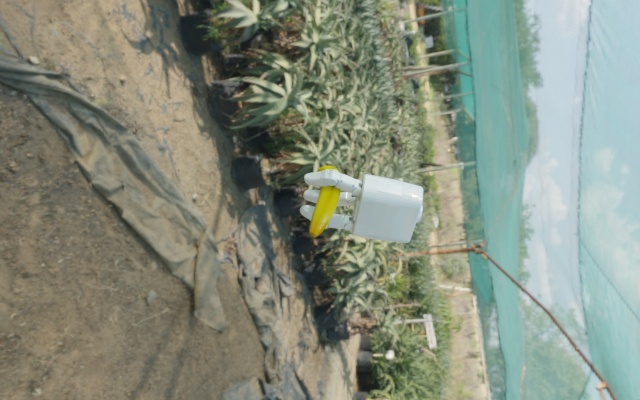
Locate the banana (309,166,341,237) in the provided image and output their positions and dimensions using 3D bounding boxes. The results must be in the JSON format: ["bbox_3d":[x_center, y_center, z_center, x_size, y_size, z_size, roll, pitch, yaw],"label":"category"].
[{"bbox_3d":[0.010,-0.012,0.850,0.037,0.070,0.197,28,28,-15],"label":"banana"}]
